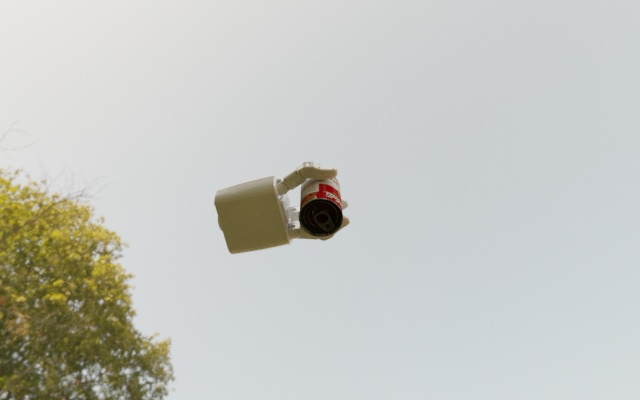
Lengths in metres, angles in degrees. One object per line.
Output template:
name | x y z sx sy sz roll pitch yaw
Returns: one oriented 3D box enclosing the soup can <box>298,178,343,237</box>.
soup can | 0.001 0.002 0.765 0.068 0.068 0.102 0 29 -1
